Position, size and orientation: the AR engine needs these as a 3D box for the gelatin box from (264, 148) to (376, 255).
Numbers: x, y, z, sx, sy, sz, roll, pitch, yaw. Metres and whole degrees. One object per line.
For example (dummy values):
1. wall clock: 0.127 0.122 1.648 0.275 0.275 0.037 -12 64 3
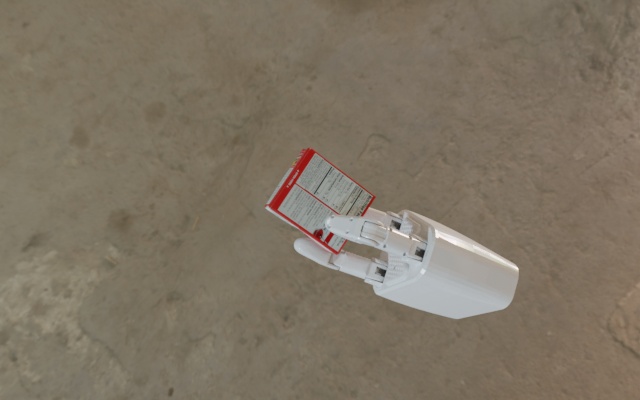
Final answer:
1. gelatin box: 0.000 0.001 0.485 0.089 0.073 0.030 36 -10 -16
